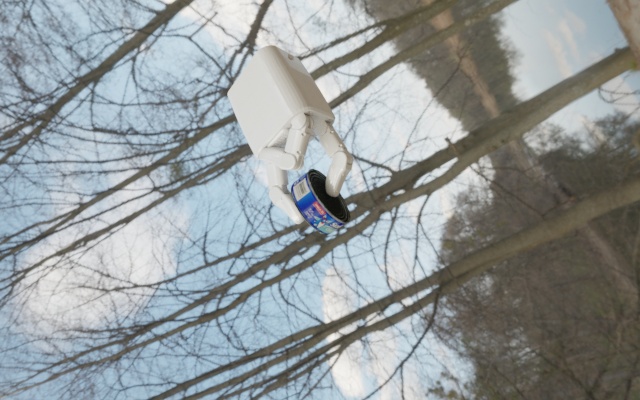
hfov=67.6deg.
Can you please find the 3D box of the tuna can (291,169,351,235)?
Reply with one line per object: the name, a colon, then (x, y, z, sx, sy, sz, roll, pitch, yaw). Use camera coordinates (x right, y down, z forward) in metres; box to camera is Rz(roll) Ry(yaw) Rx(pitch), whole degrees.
tuna can: (0.000, 0.002, 0.632, 0.034, 0.086, 0.086, -37, -14, 20)
